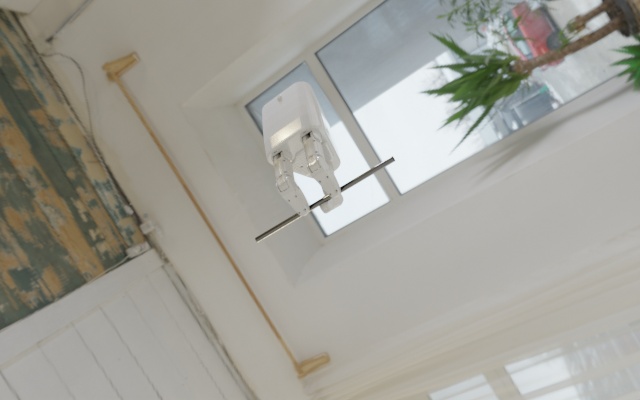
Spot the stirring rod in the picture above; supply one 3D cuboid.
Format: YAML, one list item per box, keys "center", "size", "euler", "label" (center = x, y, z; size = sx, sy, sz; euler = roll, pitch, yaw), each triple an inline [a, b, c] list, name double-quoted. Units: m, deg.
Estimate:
- center: [0.000, 0.002, 0.669]
  size: [0.239, 0.011, 0.011]
  euler: [-31, -13, 23]
  label: "stirring rod"
